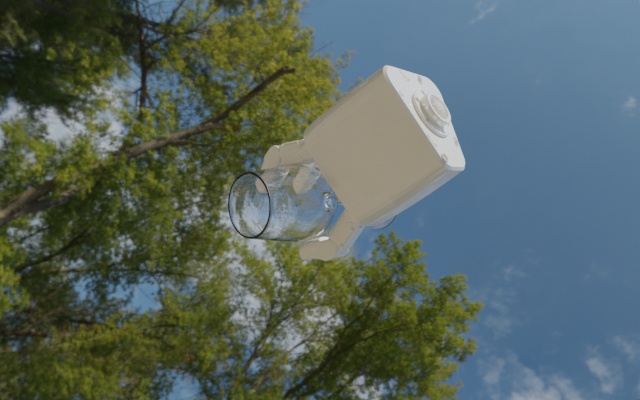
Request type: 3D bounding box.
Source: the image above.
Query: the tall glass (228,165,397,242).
[{"bbox_3d":[0.000,0.002,0.512,0.079,0.079,0.201,0,2,42],"label":"tall glass"}]
